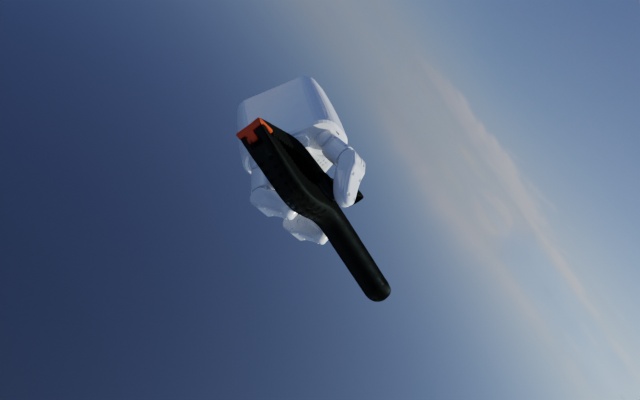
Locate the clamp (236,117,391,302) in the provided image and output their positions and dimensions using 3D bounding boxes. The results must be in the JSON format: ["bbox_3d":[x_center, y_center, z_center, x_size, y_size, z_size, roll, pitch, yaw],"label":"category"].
[{"bbox_3d":[0.000,0.001,0.473,0.036,0.164,0.210,-34,-47,17],"label":"clamp"}]
